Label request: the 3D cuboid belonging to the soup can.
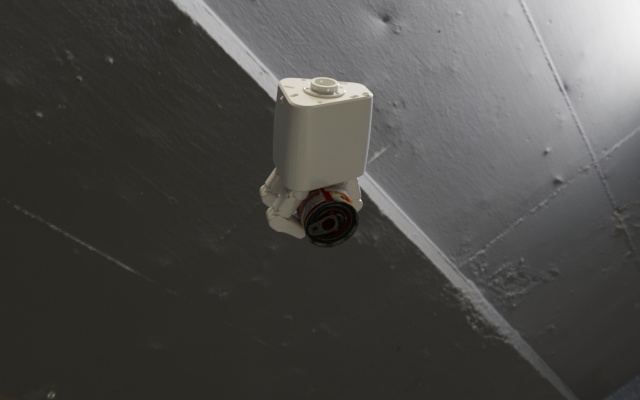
[{"bbox_3d":[0.000,0.002,0.607,0.068,0.068,0.102,0,33,-19],"label":"soup can"}]
